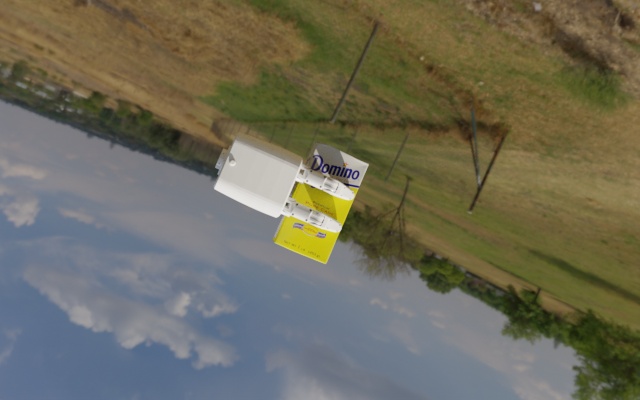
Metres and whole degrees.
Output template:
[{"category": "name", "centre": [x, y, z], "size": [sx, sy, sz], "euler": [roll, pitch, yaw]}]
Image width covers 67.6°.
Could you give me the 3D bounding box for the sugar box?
[{"category": "sugar box", "centre": [0.000, 0.003, 0.769], "size": [0.093, 0.176, 0.048], "euler": [23, -1, -9]}]
